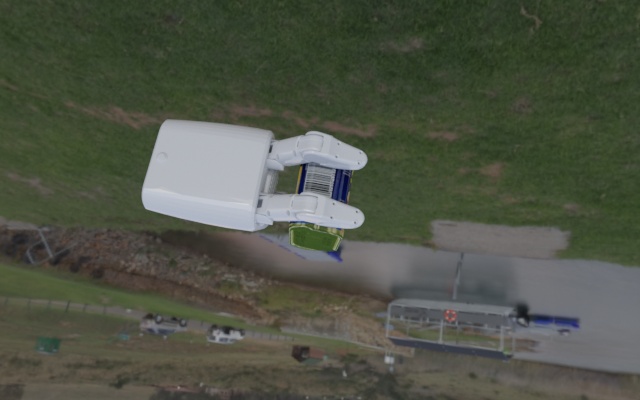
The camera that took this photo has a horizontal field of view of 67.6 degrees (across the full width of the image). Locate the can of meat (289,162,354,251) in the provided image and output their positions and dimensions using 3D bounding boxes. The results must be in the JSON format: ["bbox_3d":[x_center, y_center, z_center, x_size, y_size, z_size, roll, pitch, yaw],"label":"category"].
[{"bbox_3d":[0.000,0.002,0.484,0.057,0.084,0.102,10,-17,0],"label":"can of meat"}]
